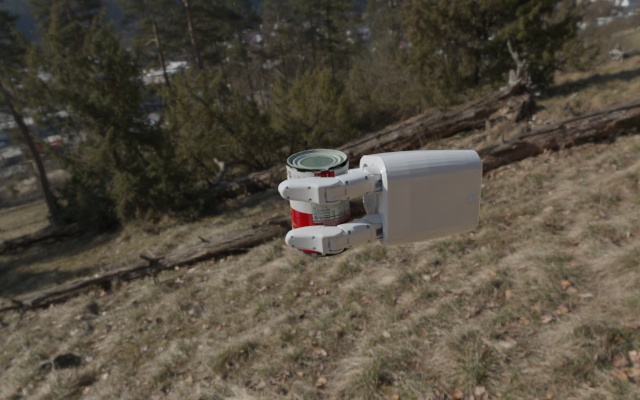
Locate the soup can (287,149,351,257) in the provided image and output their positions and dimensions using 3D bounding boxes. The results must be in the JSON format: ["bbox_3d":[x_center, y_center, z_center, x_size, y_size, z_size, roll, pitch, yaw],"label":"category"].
[{"bbox_3d":[0.000,0.001,0.525,0.068,0.102,0.068,-3,24,1],"label":"soup can"}]
